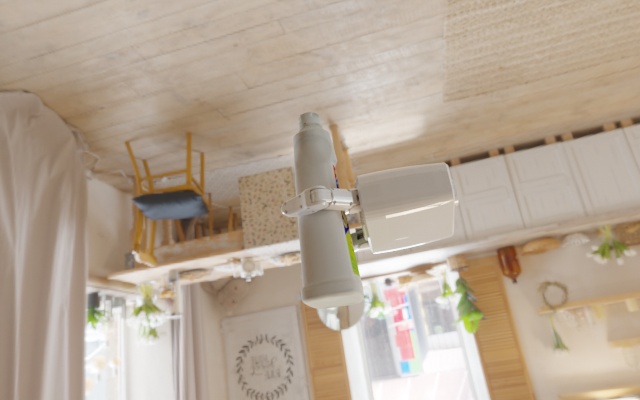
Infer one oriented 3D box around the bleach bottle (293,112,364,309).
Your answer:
[{"bbox_3d":[0.000,0.002,0.594,0.068,0.250,0.103,-11,-20,8],"label":"bleach bottle"}]
